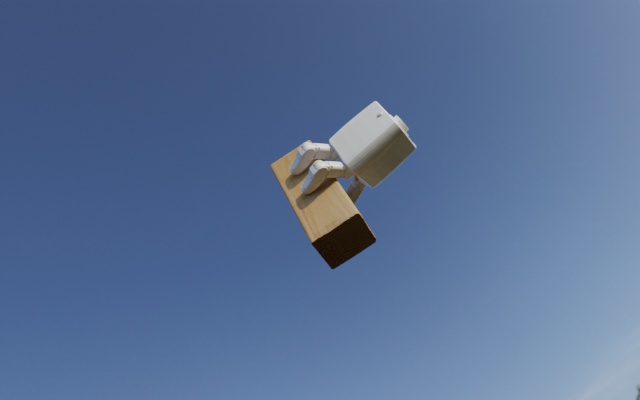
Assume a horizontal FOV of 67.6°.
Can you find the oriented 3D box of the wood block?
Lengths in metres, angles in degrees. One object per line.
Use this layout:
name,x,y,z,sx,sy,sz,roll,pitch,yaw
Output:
wood block,0.001,0.003,0.819,0.090,0.206,0.091,-33,-44,3
